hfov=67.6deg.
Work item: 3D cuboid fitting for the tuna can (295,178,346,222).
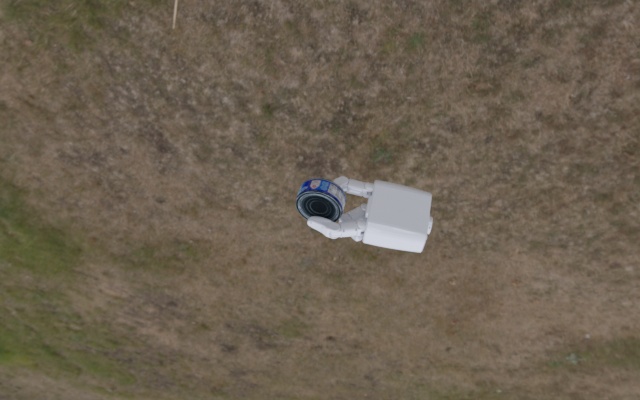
[{"bbox_3d":[0.000,0.003,0.835,0.086,0.033,0.086,11,-42,10],"label":"tuna can"}]
